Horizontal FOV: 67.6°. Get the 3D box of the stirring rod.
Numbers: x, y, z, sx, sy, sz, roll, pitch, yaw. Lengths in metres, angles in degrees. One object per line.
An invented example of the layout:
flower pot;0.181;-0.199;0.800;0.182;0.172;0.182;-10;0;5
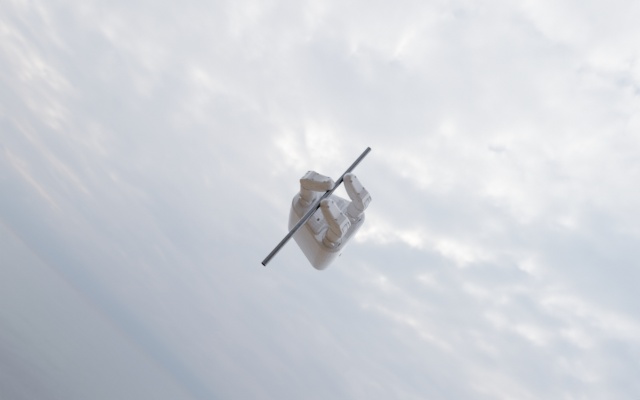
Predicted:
stirring rod;0.000;0.002;0.662;0.239;0.011;0.011;-47;25;-26
